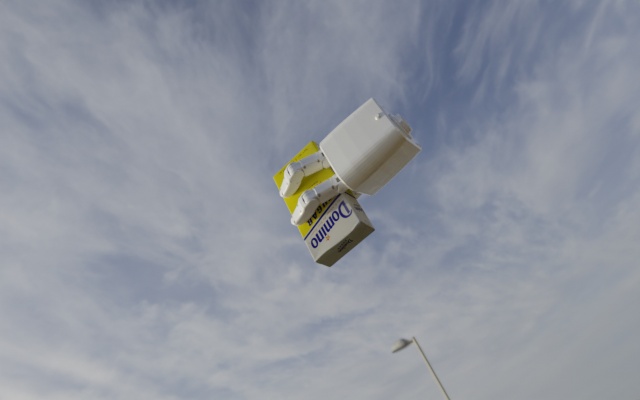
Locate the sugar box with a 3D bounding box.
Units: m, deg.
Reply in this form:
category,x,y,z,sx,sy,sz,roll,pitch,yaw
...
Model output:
category,x,y,z,sx,sy,sz,roll,pitch,yaw
sugar box,0.000,0.002,0.722,0.093,0.176,0.048,-42,-39,17
